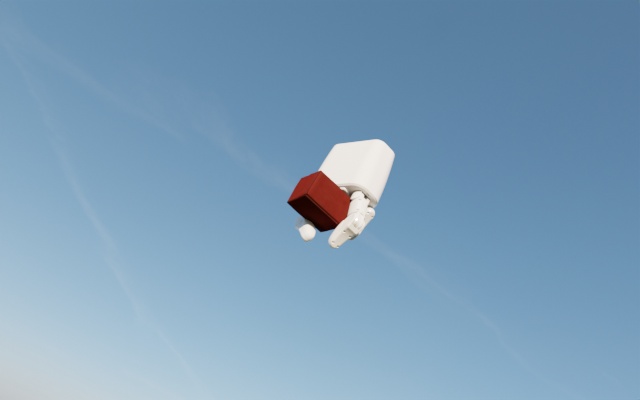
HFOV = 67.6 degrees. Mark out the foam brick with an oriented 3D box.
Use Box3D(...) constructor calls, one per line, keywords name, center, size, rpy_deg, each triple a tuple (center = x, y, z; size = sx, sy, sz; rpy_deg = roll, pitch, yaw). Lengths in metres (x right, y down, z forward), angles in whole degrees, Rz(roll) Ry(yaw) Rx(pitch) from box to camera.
Box3D(name="foam brick", center=(0.000, 0.002, 0.715), size=(0.078, 0.051, 0.053), rpy_deg=(43, -34, -23))
